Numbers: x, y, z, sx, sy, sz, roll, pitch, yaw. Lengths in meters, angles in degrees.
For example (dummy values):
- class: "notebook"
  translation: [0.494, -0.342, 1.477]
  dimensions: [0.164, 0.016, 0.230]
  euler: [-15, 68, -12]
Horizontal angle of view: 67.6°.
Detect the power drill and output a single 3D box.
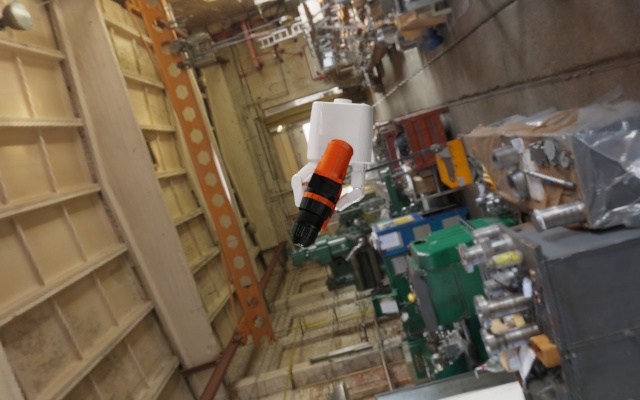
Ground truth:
- class: "power drill"
  translation: [0.000, 0.003, 0.820]
  dimensions: [0.057, 0.184, 0.188]
  euler: [25, -11, 1]
